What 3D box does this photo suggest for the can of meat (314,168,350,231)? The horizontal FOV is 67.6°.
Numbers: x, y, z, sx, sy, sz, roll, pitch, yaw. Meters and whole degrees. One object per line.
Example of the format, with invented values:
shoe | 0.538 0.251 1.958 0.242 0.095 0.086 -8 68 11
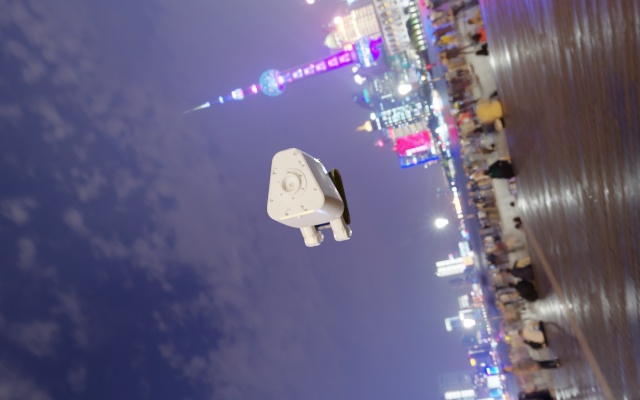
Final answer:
can of meat | 0.000 0.003 0.860 0.084 0.102 0.057 -14 -7 15
